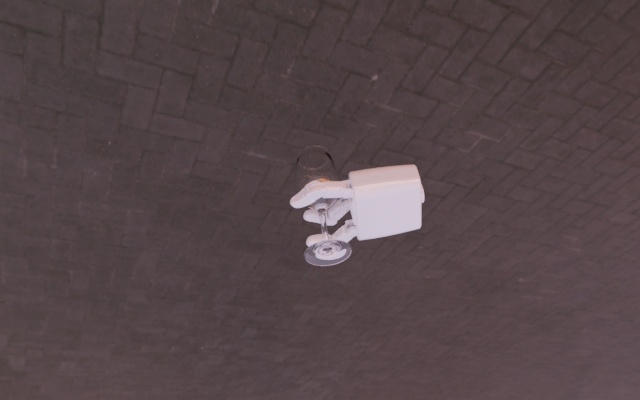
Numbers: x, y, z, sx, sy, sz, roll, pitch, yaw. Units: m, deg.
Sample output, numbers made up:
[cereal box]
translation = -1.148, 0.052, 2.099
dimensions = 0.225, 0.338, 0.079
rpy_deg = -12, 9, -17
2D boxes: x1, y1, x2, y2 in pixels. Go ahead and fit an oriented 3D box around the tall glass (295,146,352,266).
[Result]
[tall glass]
translation = 0.000, 0.003, 0.789
dimensions = 0.079, 0.200, 0.079
rpy_deg = -6, -37, -4
